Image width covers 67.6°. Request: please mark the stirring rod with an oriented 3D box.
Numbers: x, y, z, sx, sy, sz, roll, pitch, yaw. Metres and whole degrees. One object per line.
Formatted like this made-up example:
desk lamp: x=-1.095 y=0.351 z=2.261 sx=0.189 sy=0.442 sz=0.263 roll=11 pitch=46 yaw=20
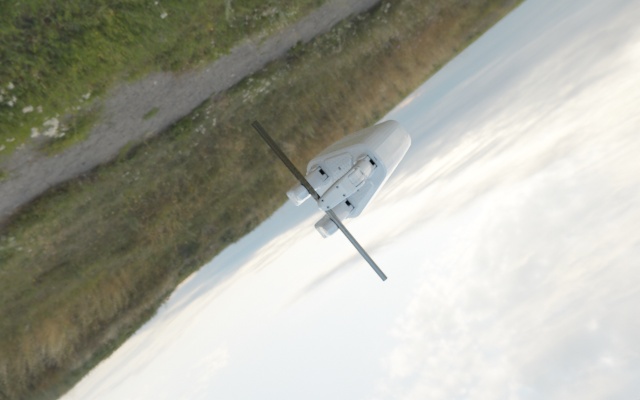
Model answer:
stirring rod: x=0.000 y=0.002 z=0.559 sx=0.011 sy=0.239 sz=0.011 roll=-40 pitch=4 yaw=3
